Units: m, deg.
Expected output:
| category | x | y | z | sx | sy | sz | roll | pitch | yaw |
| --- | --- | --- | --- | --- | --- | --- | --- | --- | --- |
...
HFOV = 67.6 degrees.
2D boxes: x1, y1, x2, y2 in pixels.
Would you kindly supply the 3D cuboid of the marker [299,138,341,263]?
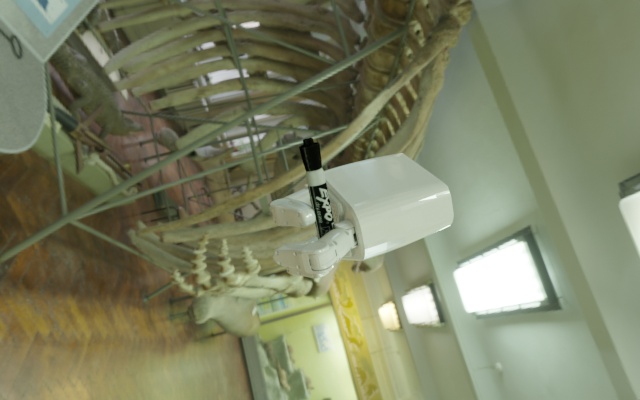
| category | x | y | z | sx | sy | sz | roll | pitch | yaw |
| --- | --- | --- | --- | --- | --- | --- | --- | --- | --- |
| marker | 0.000 | 0.001 | 0.444 | 0.020 | 0.121 | 0.020 | -10 | 17 | 3 |
